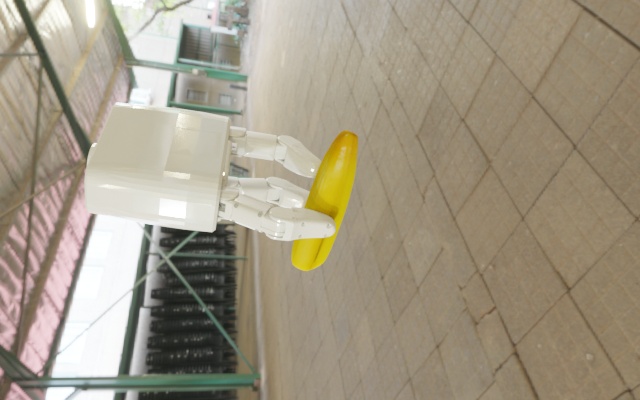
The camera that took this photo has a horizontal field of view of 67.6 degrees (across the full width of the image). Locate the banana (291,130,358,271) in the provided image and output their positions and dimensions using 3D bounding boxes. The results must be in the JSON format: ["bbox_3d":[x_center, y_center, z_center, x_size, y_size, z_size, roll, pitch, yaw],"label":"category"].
[{"bbox_3d":[-0.002,0.019,0.465,0.037,0.069,0.198,11,-36,-7],"label":"banana"}]
